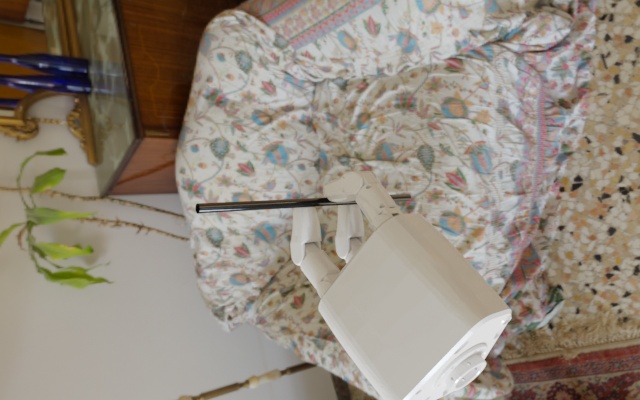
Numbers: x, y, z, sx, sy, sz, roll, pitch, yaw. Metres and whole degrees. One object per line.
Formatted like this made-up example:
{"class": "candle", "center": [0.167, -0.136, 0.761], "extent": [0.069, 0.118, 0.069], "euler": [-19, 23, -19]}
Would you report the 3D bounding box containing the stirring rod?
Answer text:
{"class": "stirring rod", "center": [0.000, 0.001, 0.441], "extent": [0.239, 0.011, 0.011], "euler": [-3, 2, -38]}
